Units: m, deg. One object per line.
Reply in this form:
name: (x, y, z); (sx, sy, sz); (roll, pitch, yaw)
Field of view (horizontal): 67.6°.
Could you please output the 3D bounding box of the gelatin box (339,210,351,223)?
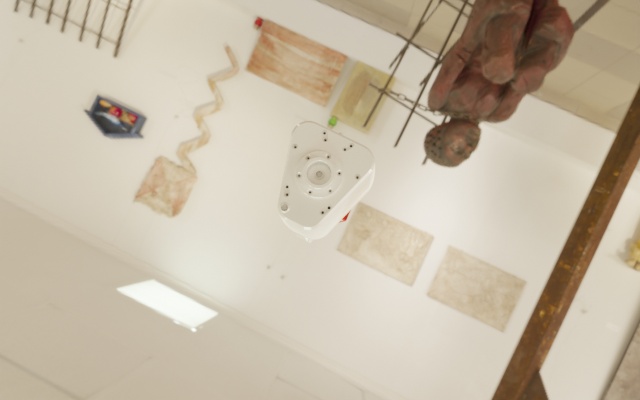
gelatin box: (0.000, 0.003, 0.666); (0.073, 0.030, 0.089); (28, -10, -7)
